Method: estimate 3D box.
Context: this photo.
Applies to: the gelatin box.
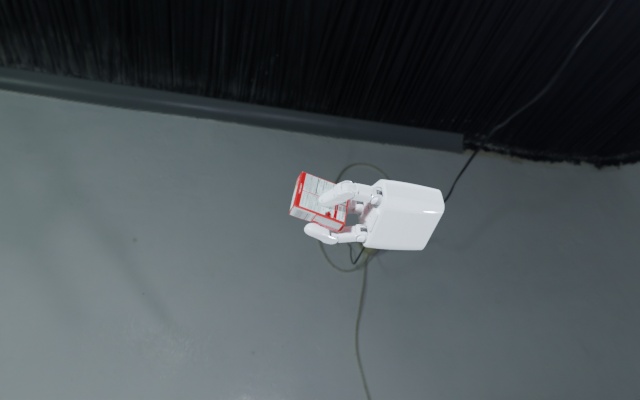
[{"bbox_3d":[0.000,0.002,0.765,0.089,0.073,0.030,20,-39,-12],"label":"gelatin box"}]
